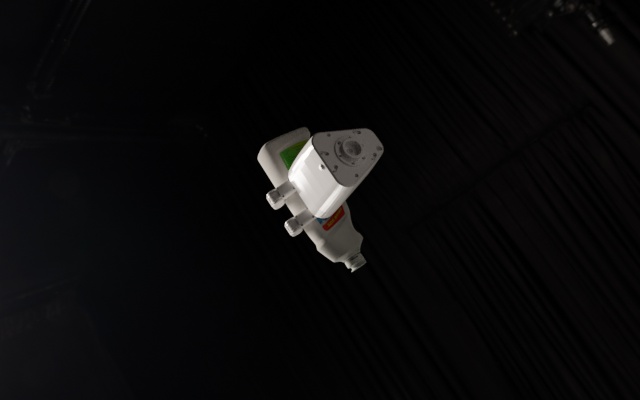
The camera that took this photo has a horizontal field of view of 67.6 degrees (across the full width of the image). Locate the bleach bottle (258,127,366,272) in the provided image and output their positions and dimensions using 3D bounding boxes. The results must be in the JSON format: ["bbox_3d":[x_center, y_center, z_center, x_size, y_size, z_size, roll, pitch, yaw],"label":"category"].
[{"bbox_3d":[0.000,0.003,0.800,0.102,0.251,0.068,-28,-12,-31],"label":"bleach bottle"}]
